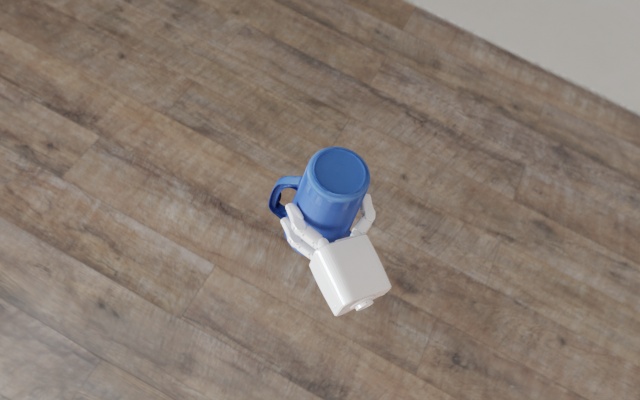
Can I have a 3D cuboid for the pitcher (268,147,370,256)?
[{"bbox_3d":[0.000,0.003,0.885,0.149,0.145,0.243,-18,-22,-19],"label":"pitcher"}]
